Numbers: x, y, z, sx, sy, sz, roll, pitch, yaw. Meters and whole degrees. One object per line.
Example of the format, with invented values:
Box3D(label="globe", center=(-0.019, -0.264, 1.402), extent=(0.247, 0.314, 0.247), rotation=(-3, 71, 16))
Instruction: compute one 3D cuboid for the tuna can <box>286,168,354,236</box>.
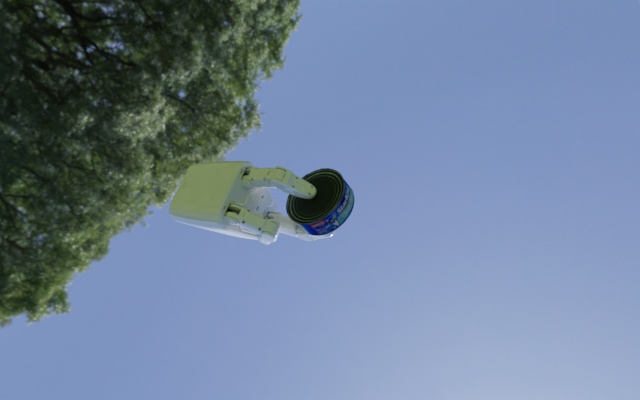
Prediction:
Box3D(label="tuna can", center=(0.000, 0.002, 0.617), extent=(0.086, 0.086, 0.034), rotation=(0, -34, 36))
